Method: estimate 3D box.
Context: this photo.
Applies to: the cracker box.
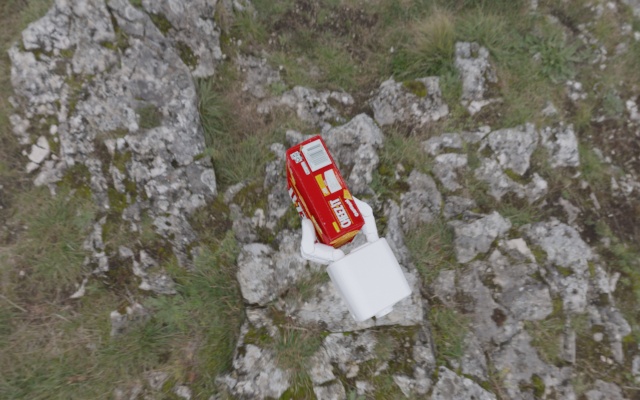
[{"bbox_3d":[0.000,0.003,0.842,0.072,0.164,0.214,-25,-11,-9],"label":"cracker box"}]
